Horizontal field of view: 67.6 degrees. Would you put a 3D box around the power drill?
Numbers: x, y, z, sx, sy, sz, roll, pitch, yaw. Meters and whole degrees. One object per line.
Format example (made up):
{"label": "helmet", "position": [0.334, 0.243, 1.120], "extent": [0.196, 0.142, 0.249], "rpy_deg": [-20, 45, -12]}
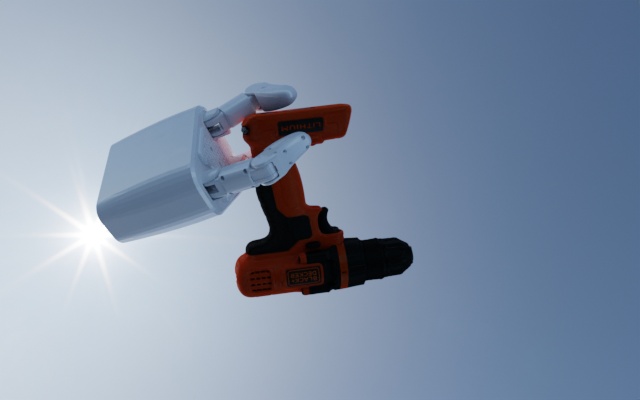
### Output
{"label": "power drill", "position": [0.000, 0.001, 0.475], "extent": [0.184, 0.188, 0.057], "rpy_deg": [-7, 12, -9]}
